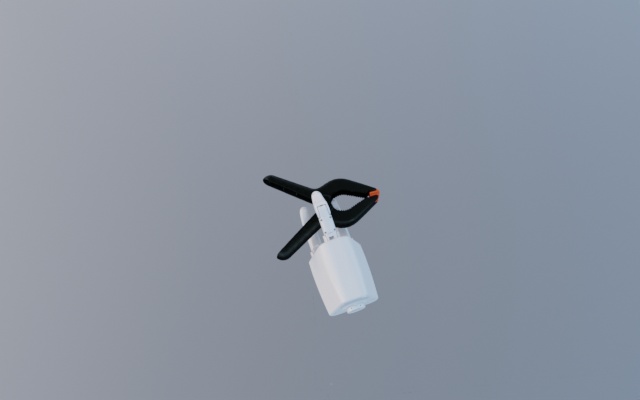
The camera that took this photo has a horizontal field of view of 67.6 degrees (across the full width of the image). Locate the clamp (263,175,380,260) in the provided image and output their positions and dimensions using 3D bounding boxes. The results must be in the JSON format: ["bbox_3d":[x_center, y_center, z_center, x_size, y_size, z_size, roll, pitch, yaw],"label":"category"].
[{"bbox_3d":[0.001,0.003,0.863,0.210,0.164,0.036,-18,-22,-6],"label":"clamp"}]
